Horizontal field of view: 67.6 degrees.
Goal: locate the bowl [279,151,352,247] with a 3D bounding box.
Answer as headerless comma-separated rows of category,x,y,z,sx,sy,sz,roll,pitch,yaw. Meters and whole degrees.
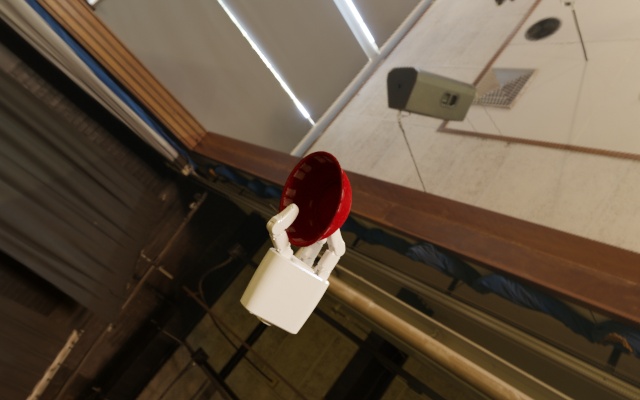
bowl,0.001,0.002,0.789,0.055,0.162,0.162,18,-11,-37
